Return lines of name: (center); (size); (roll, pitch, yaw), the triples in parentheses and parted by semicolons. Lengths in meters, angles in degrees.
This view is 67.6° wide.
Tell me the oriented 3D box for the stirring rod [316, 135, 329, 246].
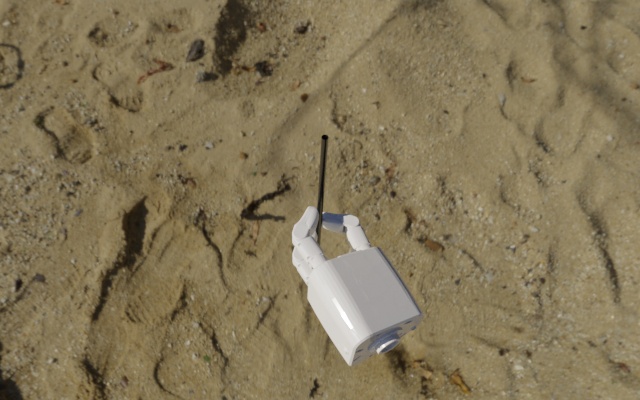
stirring rod: (0.000, 0.002, 0.622); (0.011, 0.011, 0.240); (0, -37, -3)
